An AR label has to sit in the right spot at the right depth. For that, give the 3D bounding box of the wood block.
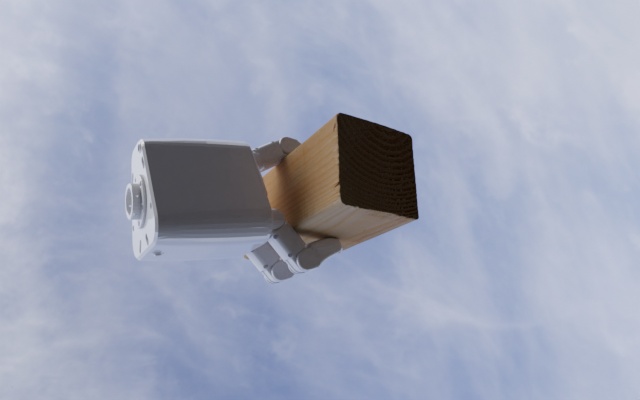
[{"bbox_3d":[0.000,0.001,0.511,0.090,0.090,0.206,11,-24,-29],"label":"wood block"}]
